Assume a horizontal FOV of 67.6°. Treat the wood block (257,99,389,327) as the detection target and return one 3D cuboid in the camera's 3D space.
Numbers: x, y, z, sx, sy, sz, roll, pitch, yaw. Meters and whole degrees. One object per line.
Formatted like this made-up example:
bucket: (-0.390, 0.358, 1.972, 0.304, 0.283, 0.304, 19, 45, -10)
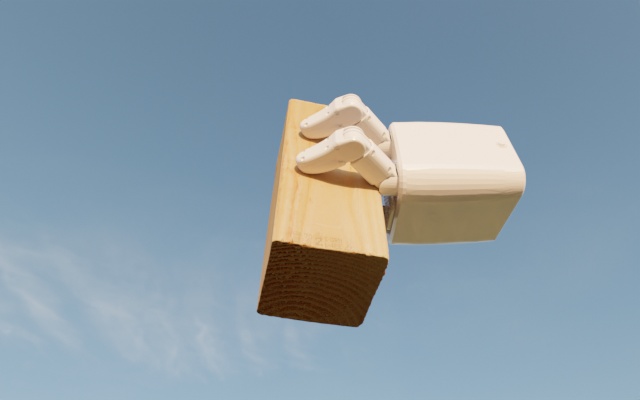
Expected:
wood block: (0.000, 0.002, 0.445, 0.090, 0.091, 0.206, 9, 39, -7)
